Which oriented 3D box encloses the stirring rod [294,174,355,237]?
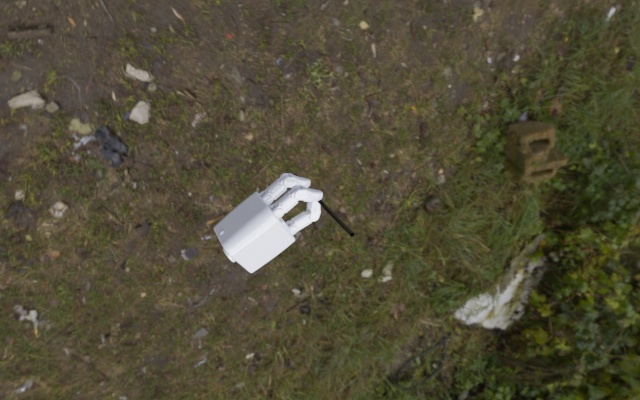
[{"bbox_3d":[0.000,0.003,0.864,0.011,0.011,0.239,0,26,-28],"label":"stirring rod"}]
